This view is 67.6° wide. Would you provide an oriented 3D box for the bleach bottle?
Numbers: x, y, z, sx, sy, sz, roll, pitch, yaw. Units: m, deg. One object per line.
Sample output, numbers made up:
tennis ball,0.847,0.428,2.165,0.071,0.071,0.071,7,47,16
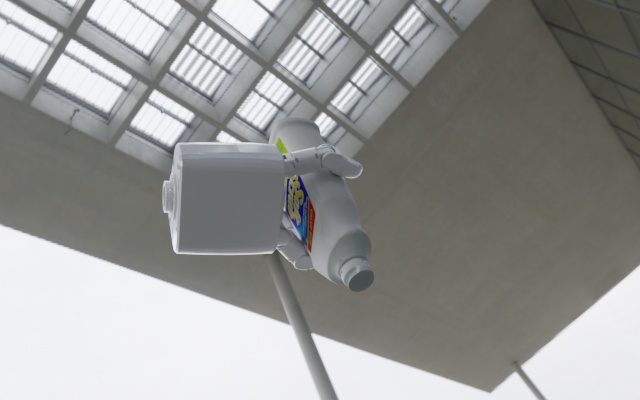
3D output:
bleach bottle,0.000,0.002,0.554,0.068,0.103,0.250,0,34,-24
